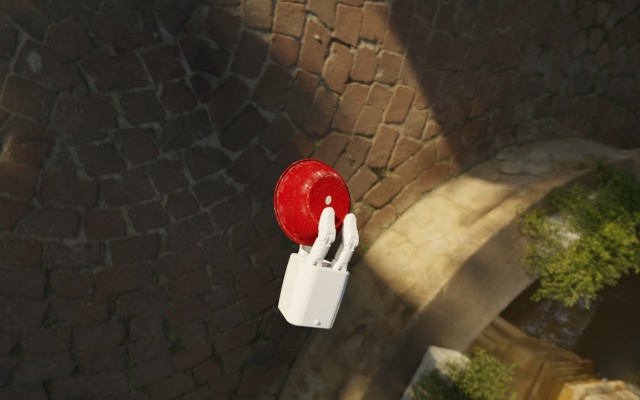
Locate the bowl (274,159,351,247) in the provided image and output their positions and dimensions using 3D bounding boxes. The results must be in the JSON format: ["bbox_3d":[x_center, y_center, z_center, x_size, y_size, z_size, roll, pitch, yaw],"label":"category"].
[{"bbox_3d":[0.000,0.001,0.853,0.162,0.162,0.055,0,-3,-35],"label":"bowl"}]
